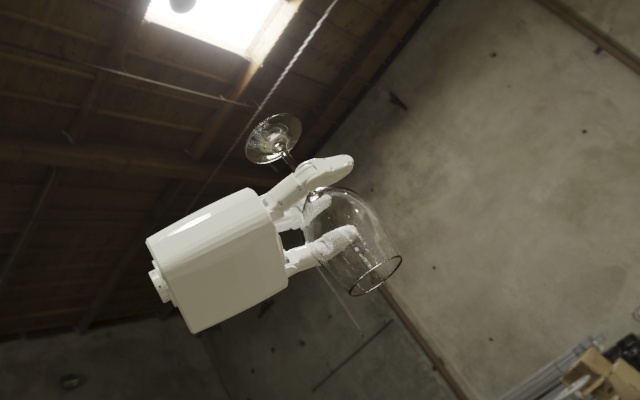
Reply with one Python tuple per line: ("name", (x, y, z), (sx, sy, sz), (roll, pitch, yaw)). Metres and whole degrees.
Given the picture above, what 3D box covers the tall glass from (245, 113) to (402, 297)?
("tall glass", (0.000, 0.001, 0.498), (0.079, 0.201, 0.079), (-29, -27, -17))
